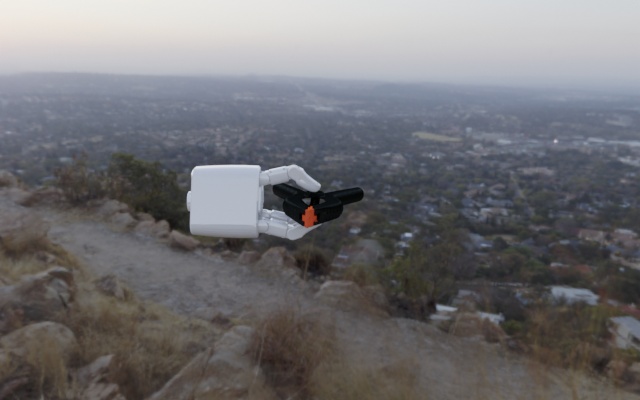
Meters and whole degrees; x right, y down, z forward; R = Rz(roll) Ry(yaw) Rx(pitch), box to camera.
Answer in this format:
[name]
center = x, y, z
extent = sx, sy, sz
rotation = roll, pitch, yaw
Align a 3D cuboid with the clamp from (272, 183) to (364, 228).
[clamp]
center = 0.000, 0.002, 0.781
extent = 0.164, 0.036, 0.210
rotation = 1, 13, -4
